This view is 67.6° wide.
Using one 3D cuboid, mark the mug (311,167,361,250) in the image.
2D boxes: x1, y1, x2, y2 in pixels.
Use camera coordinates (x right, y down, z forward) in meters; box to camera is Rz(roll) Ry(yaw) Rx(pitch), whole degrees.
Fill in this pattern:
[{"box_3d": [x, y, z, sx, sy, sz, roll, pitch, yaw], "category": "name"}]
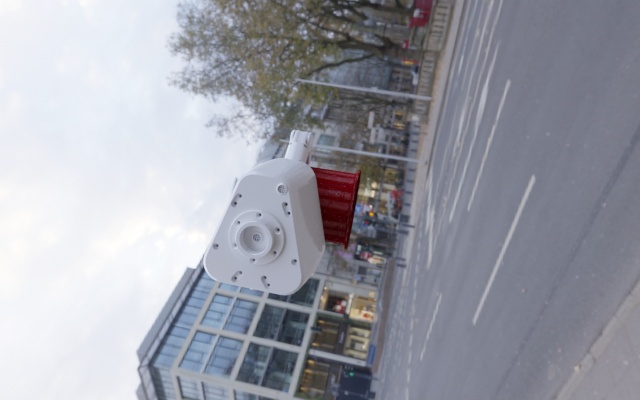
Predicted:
[{"box_3d": [0.000, 0.001, 0.561, 0.081, 0.093, 0.117, 10, 12, 6], "category": "mug"}]
